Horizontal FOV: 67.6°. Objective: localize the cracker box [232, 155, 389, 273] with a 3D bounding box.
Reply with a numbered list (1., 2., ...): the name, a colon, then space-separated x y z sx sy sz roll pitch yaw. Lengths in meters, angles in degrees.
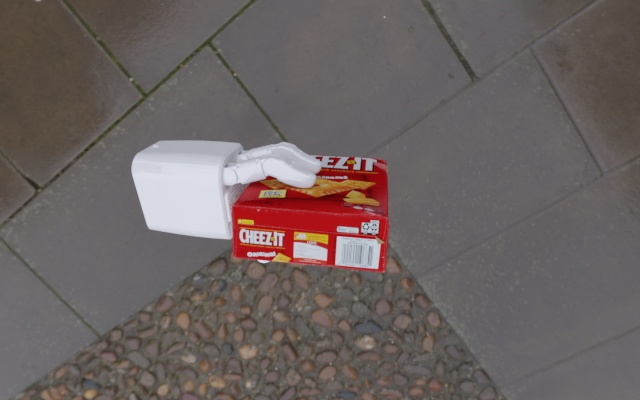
1. cracker box: 0.000 0.002 0.585 0.164 0.072 0.213 5 21 6
